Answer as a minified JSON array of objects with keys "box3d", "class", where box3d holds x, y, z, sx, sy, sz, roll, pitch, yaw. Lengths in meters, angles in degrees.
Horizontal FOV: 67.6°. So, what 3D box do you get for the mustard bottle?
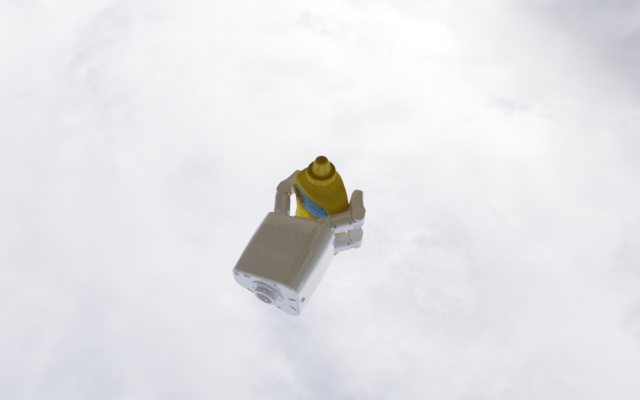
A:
[{"box3d":[0.000,0.002,0.716,0.058,0.096,0.192,-34,-29,-22],"class":"mustard bottle"}]
